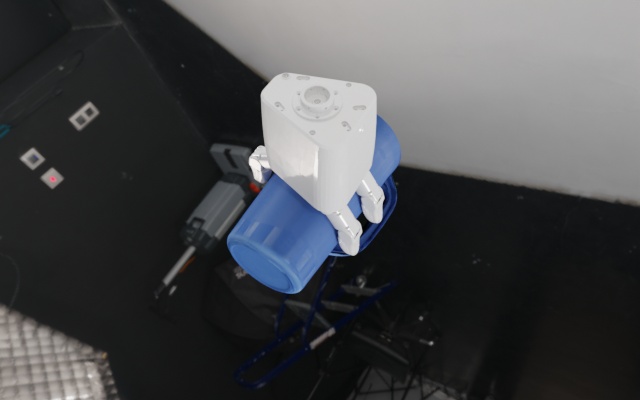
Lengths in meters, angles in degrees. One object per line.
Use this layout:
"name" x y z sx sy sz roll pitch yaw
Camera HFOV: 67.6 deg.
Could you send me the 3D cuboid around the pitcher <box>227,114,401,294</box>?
"pitcher" 0.000 0.002 0.618 0.149 0.242 0.145 27 -29 18
